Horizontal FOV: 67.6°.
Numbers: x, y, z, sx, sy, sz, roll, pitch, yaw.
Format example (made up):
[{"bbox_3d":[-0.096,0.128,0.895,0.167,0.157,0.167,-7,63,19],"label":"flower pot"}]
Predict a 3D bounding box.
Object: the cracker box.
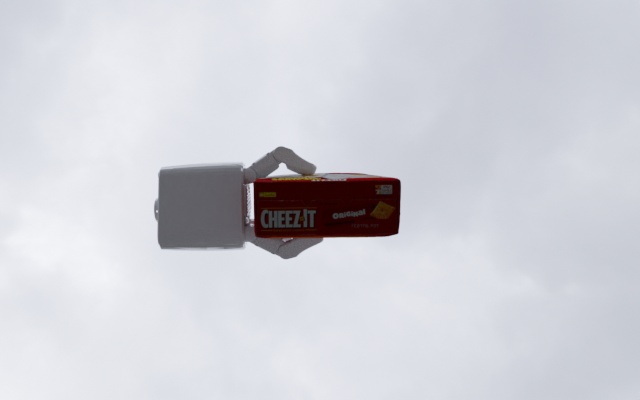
[{"bbox_3d":[0.000,0.002,0.625,0.164,0.072,0.213,-1,5,-4],"label":"cracker box"}]
